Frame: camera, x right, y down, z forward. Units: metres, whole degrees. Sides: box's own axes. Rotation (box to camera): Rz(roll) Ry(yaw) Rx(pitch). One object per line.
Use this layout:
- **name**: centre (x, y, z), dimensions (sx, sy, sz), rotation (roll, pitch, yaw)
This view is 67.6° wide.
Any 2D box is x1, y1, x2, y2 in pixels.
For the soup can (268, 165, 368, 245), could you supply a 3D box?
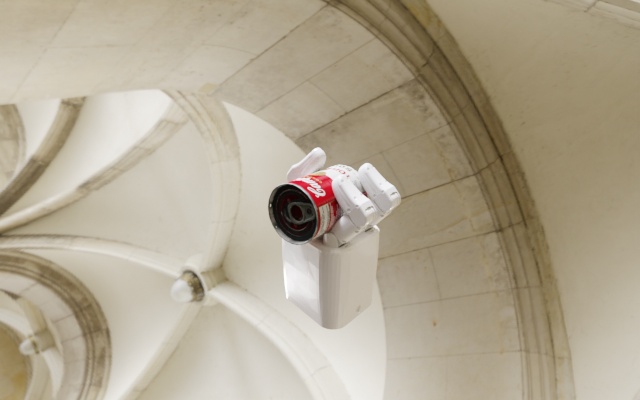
- **soup can**: centre (0.000, 0.001, 0.539), dimensions (0.068, 0.068, 0.102), rotation (0, 15, 39)
